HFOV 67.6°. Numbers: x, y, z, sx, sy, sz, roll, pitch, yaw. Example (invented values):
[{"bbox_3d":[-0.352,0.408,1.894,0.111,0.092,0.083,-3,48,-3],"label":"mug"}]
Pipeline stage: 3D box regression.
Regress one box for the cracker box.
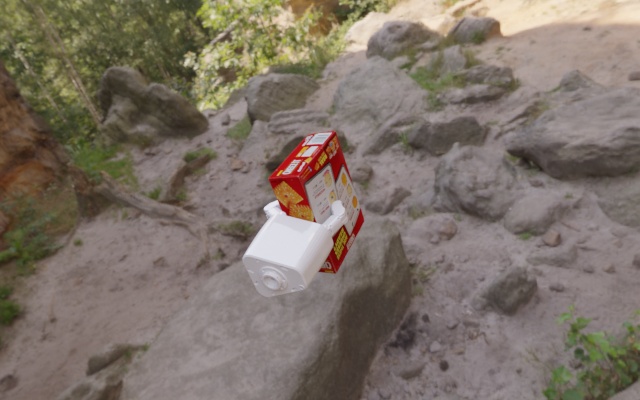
[{"bbox_3d":[0.000,0.003,0.894,0.072,0.214,0.164,-1,34,30],"label":"cracker box"}]
